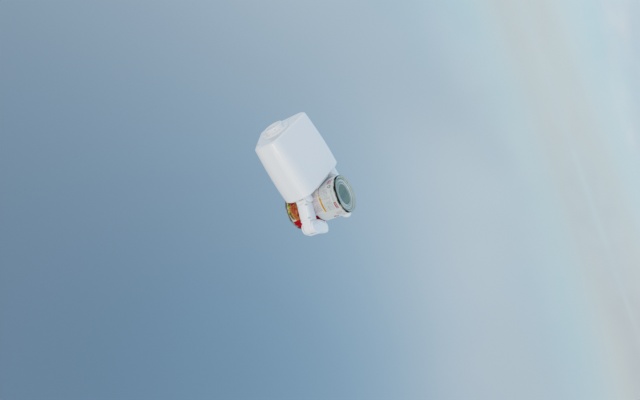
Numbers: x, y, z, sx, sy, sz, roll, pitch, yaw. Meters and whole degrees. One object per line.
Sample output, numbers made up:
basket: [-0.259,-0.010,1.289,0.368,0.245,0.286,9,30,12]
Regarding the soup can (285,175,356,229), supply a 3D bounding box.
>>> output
soup can: [0.001,0.003,0.814,0.102,0.068,0.068,-20,-10,28]
